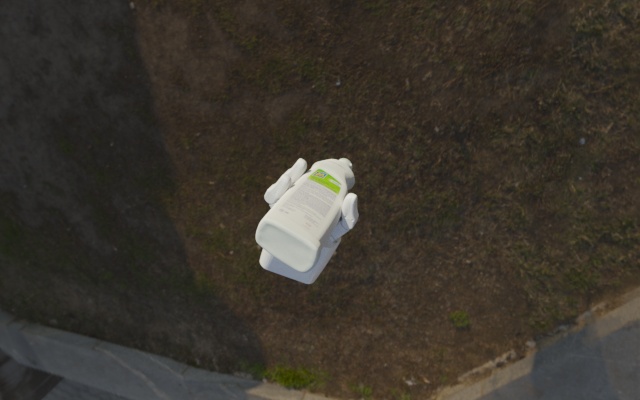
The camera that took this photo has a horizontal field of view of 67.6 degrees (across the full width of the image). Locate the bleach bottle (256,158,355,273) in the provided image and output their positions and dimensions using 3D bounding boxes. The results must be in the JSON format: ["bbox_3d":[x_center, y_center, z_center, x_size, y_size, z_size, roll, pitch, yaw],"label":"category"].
[{"bbox_3d":[0.000,0.002,0.766,0.102,0.068,0.250,32,39,7],"label":"bleach bottle"}]
